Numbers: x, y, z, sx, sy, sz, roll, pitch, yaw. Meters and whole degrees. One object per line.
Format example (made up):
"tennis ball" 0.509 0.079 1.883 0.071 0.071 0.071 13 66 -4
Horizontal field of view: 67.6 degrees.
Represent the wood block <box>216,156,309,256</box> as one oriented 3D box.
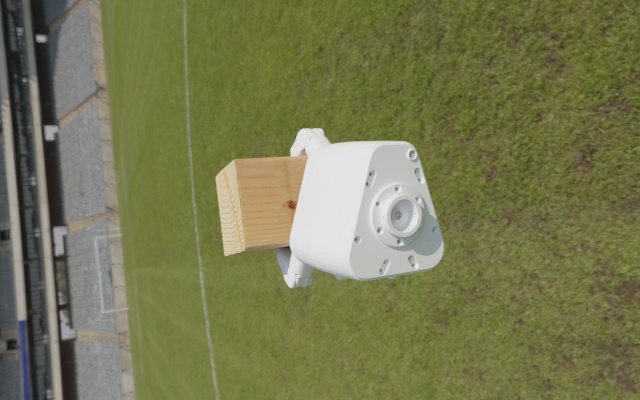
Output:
"wood block" 0.000 0.001 0.528 0.206 0.091 0.090 -5 -7 -25
